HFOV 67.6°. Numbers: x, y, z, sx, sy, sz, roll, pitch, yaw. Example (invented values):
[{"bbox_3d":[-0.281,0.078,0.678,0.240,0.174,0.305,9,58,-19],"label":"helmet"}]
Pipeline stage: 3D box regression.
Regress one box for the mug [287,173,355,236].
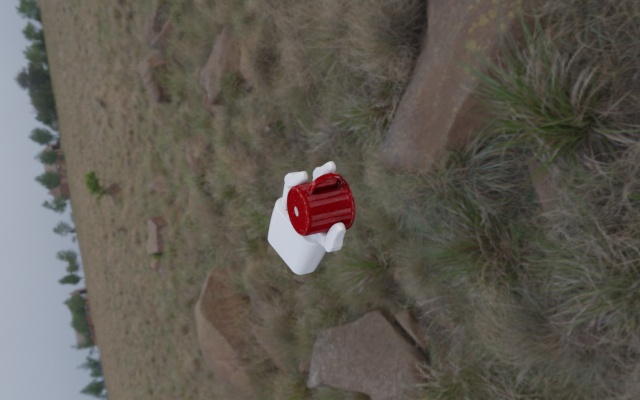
[{"bbox_3d":[0.000,0.002,0.756,0.081,0.093,0.117,-12,-36,-26],"label":"mug"}]
